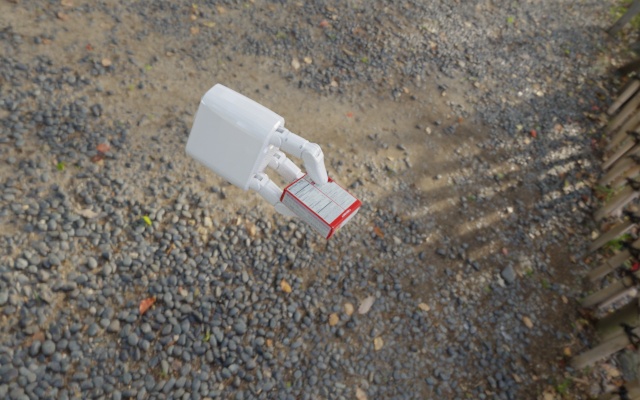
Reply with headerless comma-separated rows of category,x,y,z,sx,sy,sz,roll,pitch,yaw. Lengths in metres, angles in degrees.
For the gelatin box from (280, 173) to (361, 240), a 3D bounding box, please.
gelatin box,0.001,0.002,0.660,0.089,0.030,0.073,38,46,14
